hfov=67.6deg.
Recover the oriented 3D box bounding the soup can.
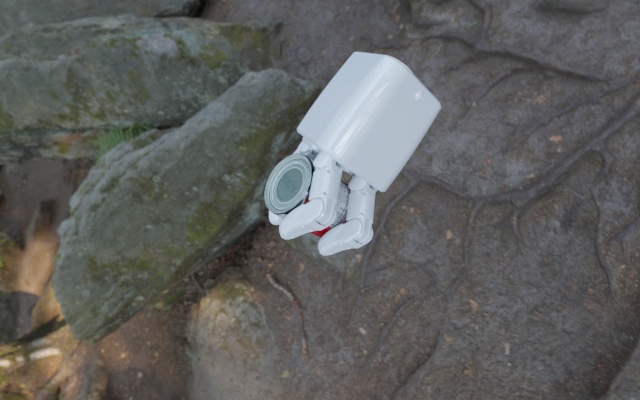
[{"bbox_3d":[0.000,0.002,0.502,0.068,0.068,0.102,0,-22,44],"label":"soup can"}]
